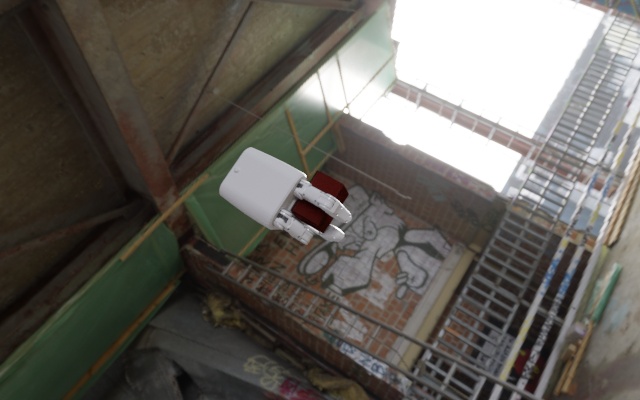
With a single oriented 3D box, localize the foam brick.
[{"bbox_3d":[0.000,0.002,0.748,0.051,0.078,0.053,30,-10,19],"label":"foam brick"}]
